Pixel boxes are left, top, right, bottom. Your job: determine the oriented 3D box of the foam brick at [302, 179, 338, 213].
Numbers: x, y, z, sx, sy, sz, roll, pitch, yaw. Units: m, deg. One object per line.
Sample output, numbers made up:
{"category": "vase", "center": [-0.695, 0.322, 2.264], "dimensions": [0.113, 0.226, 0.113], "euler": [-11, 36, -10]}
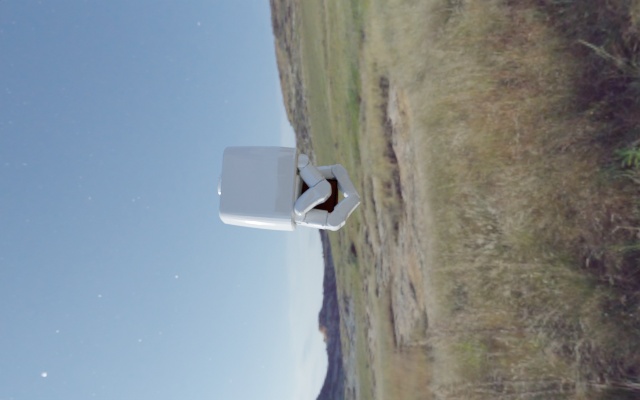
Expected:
{"category": "foam brick", "center": [0.000, 0.003, 0.725], "dimensions": [0.051, 0.053, 0.078], "euler": [3, -17, 4]}
